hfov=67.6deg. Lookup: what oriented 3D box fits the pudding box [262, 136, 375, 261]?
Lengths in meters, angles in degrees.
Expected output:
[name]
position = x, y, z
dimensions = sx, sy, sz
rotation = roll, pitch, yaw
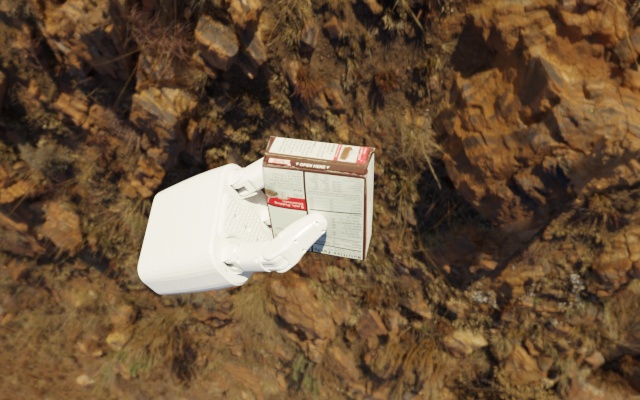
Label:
[pudding box]
position = 0.000, 0.001, 0.420
dimensions = 0.090, 0.039, 0.114
rotation = 7, -41, 10
